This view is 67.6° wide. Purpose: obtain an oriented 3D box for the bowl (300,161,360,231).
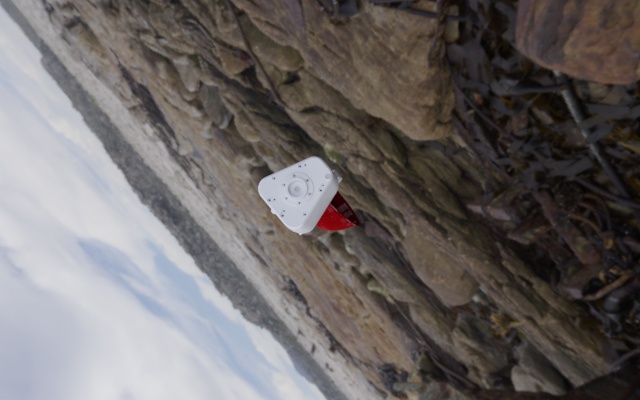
[{"bbox_3d":[0.000,0.003,0.888,0.055,0.162,0.162,-42,-10,11],"label":"bowl"}]
